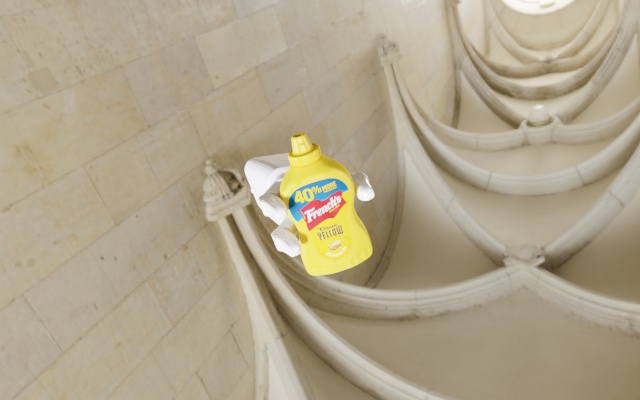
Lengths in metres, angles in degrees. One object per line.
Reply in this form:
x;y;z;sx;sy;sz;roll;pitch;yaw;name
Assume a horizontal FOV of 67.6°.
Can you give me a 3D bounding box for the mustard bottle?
0.000;0.002;0.622;0.096;0.192;0.058;-18;25;2;mustard bottle
